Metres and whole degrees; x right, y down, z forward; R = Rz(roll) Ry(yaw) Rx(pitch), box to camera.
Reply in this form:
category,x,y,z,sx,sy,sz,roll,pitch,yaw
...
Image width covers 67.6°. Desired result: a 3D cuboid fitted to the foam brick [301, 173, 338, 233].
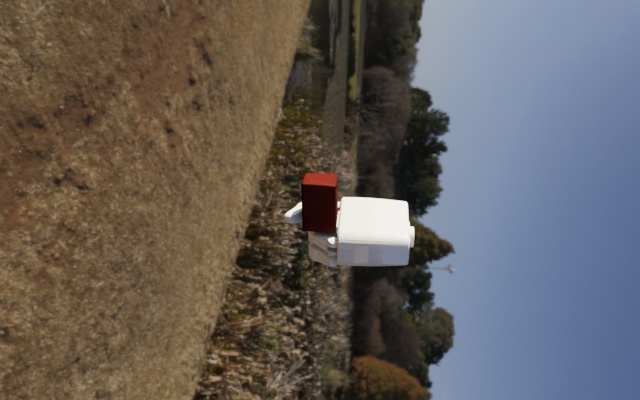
category,x,y,z,sx,sy,sz,roll,pitch,yaw
foam brick,0.000,0.002,0.724,0.051,0.078,0.053,2,24,7
